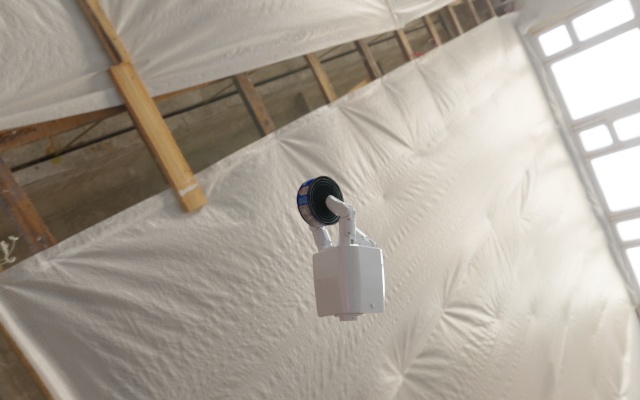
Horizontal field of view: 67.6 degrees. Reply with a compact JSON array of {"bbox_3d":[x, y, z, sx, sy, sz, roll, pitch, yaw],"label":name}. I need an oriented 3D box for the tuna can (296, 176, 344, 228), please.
[{"bbox_3d":[0.000,0.003,0.816,0.034,0.086,0.086,-14,-10,43],"label":"tuna can"}]
